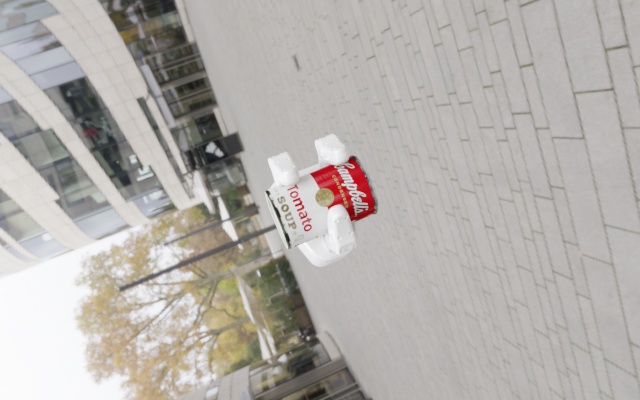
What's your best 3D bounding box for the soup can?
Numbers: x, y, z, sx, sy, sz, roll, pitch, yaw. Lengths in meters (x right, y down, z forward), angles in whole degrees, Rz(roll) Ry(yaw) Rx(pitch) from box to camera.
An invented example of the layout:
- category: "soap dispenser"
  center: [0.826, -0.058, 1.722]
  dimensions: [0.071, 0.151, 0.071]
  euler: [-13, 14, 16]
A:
- category: "soup can"
  center: [0.000, 0.002, 0.503]
  dimensions: [0.102, 0.068, 0.068]
  euler: [-22, 4, -9]
